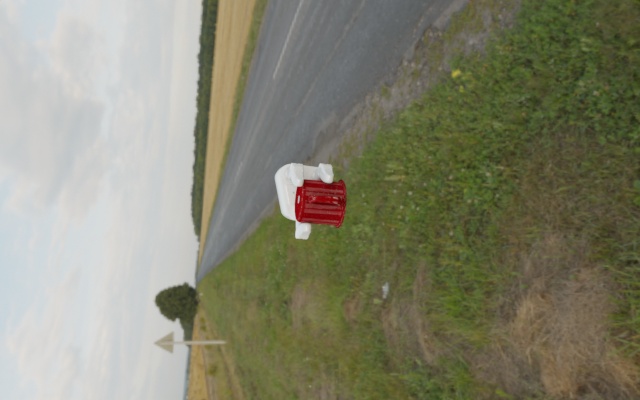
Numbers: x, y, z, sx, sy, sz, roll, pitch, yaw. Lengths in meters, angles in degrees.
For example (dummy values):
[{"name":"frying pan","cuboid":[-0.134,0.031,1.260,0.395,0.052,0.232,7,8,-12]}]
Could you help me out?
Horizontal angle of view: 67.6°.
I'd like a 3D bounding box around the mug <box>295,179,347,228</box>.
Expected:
[{"name":"mug","cuboid":[0.000,0.003,0.884,0.081,0.093,0.117,5,-3,-13]}]
